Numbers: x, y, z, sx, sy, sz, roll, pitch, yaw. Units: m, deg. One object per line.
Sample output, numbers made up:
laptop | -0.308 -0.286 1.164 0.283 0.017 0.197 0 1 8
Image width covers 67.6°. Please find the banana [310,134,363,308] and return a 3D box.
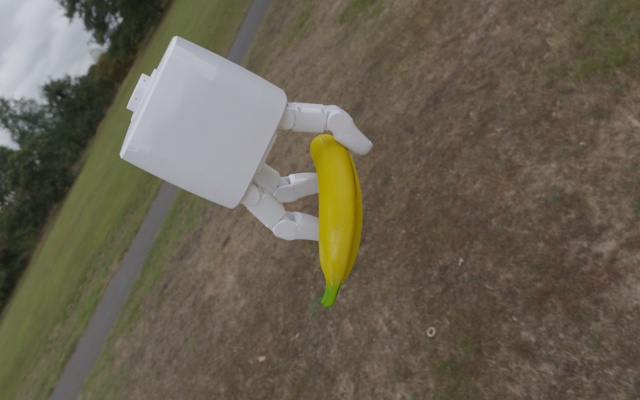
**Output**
banana | 0.010 -0.006 0.444 0.037 0.197 0.070 20 -44 -24
